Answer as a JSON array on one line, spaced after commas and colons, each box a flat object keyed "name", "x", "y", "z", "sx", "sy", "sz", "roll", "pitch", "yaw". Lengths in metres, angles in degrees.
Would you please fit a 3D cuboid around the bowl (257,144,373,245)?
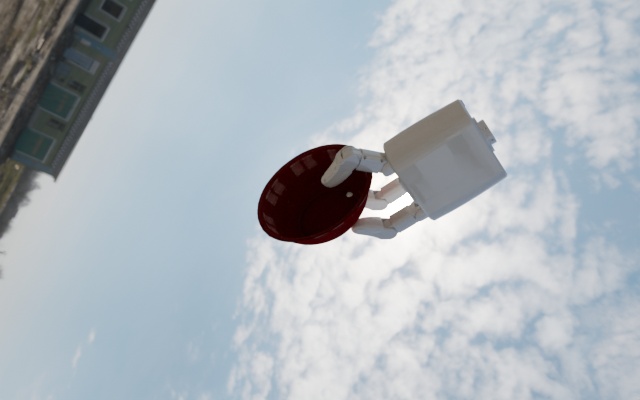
[{"name": "bowl", "x": -0.001, "y": 0.003, "z": 0.623, "sx": 0.162, "sy": 0.162, "sz": 0.055, "roll": 0, "pitch": -39, "yaw": 32}]
